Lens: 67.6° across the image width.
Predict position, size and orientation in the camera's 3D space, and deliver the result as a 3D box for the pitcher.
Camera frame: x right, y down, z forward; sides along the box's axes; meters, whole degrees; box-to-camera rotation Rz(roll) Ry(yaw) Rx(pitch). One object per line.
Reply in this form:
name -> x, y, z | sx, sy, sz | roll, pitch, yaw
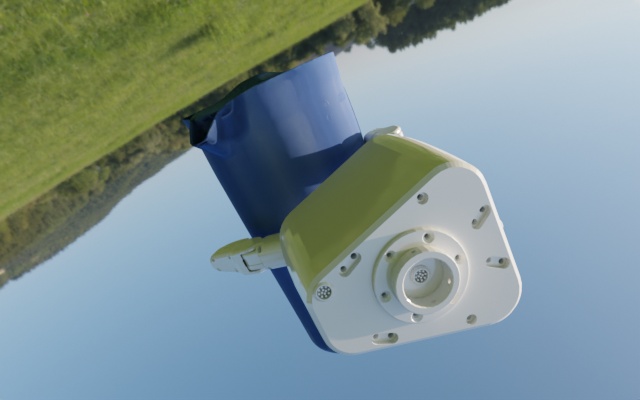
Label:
pitcher -> 0.000, 0.001, 0.425 | 0.149, 0.243, 0.145 | -26, 16, -6
